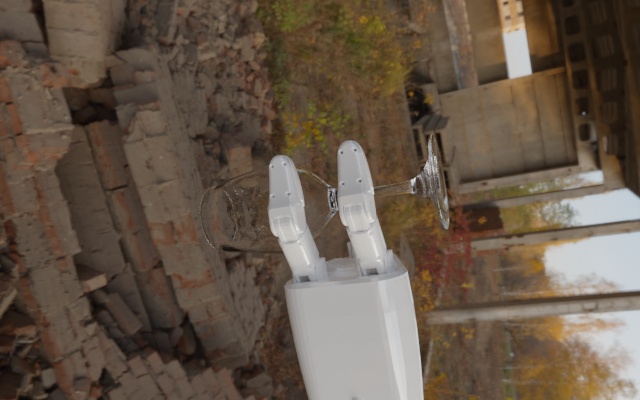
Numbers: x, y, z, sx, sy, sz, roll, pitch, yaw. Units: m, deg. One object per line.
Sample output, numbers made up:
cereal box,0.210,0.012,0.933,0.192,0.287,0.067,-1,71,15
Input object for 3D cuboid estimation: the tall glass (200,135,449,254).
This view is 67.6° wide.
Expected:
tall glass,0.001,0.001,0.402,0.201,0.079,0.079,-9,-3,20
